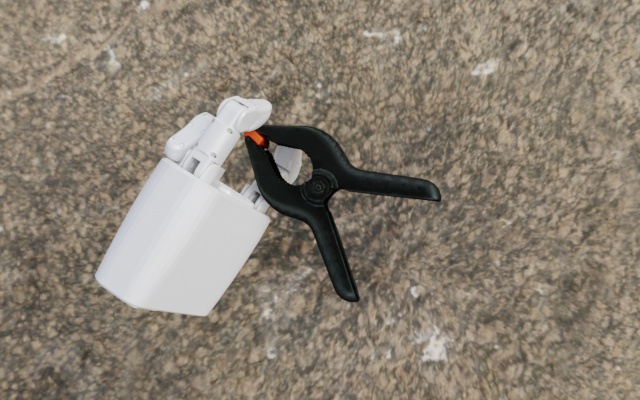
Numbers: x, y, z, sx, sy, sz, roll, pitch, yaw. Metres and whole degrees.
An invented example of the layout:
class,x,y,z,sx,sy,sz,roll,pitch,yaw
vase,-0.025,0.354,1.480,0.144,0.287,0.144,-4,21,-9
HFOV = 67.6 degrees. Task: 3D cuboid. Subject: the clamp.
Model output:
class,x,y,z,sx,sy,sz,roll,pitch,yaw
clamp,0.000,0.001,0.404,0.171,0.120,0.039,30,-4,11
